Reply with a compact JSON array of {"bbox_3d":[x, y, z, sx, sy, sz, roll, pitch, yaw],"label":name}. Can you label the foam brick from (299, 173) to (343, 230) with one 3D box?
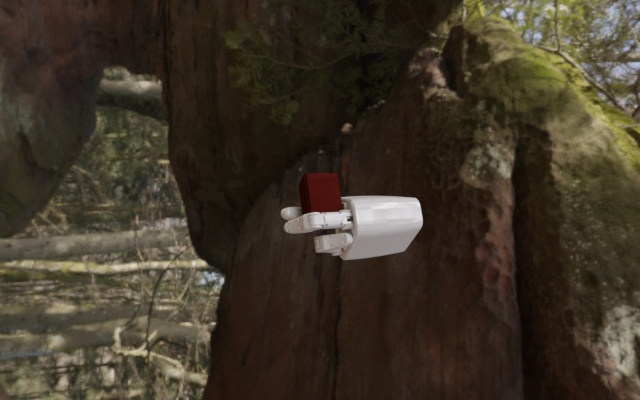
[{"bbox_3d":[0.000,0.002,0.718,0.051,0.078,0.053,-4,-13,-13],"label":"foam brick"}]
